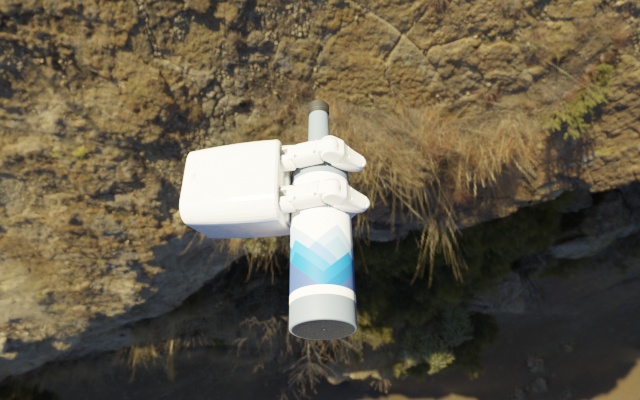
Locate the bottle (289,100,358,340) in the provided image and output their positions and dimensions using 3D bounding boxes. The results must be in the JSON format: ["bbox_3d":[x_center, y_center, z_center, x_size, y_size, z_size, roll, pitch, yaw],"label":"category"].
[{"bbox_3d":[0.000,0.002,0.541,0.069,0.295,0.069,-1,-33,-1],"label":"bottle"}]
